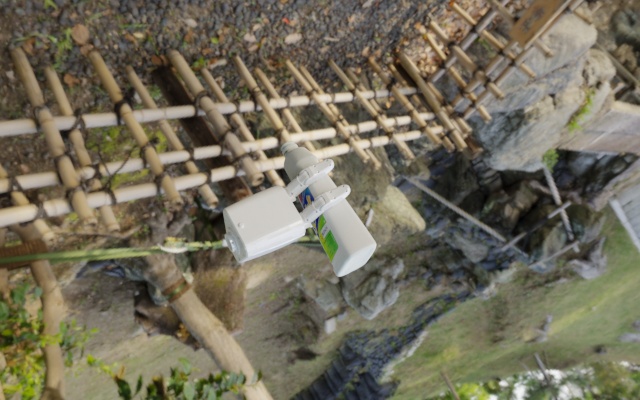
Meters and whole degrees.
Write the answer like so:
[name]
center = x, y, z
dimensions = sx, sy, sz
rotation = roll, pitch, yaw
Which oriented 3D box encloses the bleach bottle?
[bleach bottle]
center = 0.000, 0.003, 0.840
dimensions = 0.068, 0.250, 0.103
rotation = -23, -23, -23
